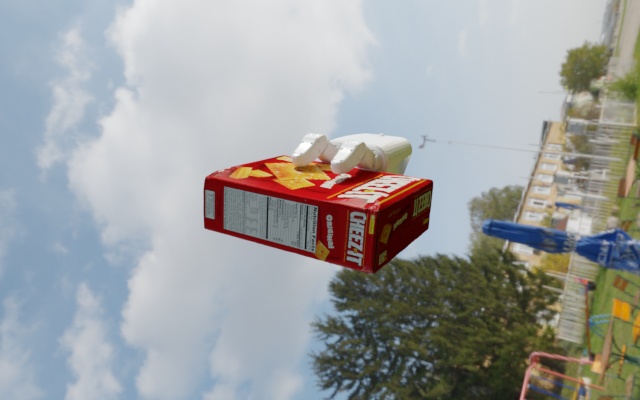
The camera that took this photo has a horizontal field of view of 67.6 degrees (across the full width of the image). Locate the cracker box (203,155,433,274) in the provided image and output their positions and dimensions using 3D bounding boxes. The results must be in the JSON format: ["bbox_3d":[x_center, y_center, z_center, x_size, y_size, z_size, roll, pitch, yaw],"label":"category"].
[{"bbox_3d":[0.000,0.002,0.548,0.213,0.072,0.164,11,18,28],"label":"cracker box"}]
